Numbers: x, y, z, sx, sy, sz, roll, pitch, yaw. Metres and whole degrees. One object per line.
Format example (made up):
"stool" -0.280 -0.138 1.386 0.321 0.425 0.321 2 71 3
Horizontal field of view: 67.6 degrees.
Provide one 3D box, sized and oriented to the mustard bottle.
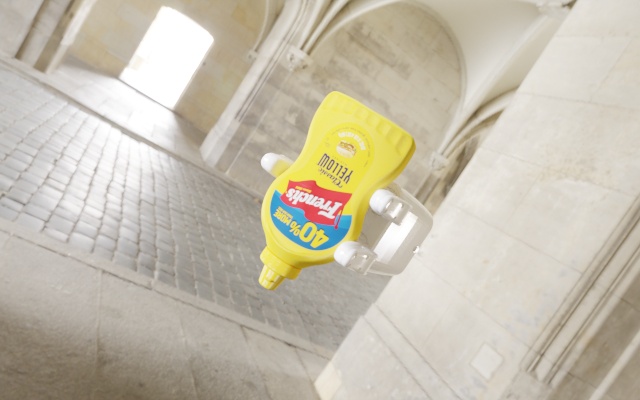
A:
"mustard bottle" 0.000 0.001 0.450 0.096 0.191 0.058 34 5 12
